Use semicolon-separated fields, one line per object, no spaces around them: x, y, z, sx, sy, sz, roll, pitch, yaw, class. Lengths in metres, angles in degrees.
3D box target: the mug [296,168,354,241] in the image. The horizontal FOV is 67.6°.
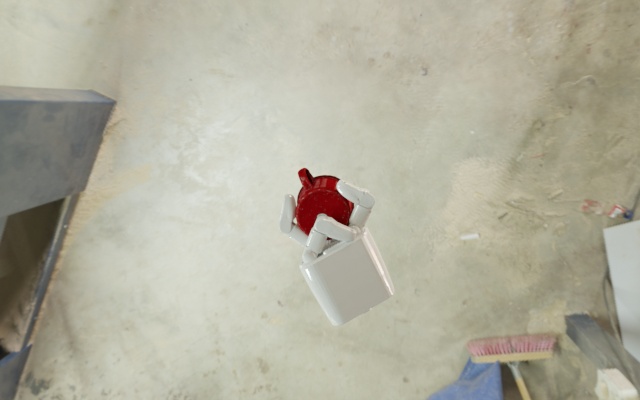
-0.001;0.001;0.729;0.093;0.117;0.081;-27;10;9;mug
